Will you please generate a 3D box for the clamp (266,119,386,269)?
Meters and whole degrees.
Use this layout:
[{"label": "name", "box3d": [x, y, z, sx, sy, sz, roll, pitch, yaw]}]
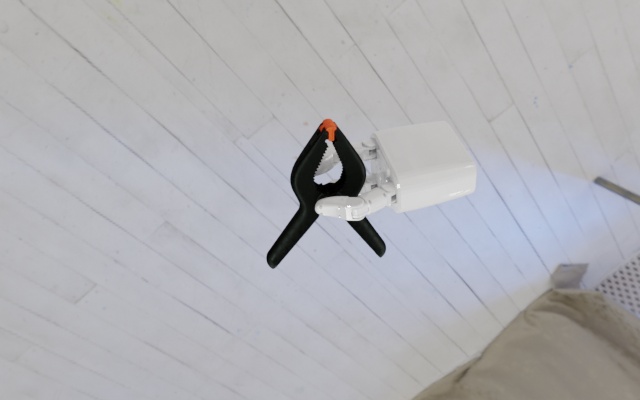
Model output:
[{"label": "clamp", "box3d": [0.000, 0.002, 0.605, 0.164, 0.210, 0.036, -11, 32, -6]}]
